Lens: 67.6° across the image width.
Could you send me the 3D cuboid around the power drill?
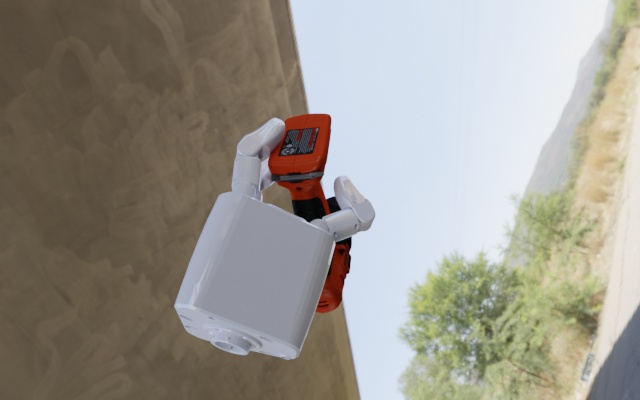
[{"bbox_3d":[0.000,0.002,0.537,0.057,0.188,0.184,-6,35,11],"label":"power drill"}]
